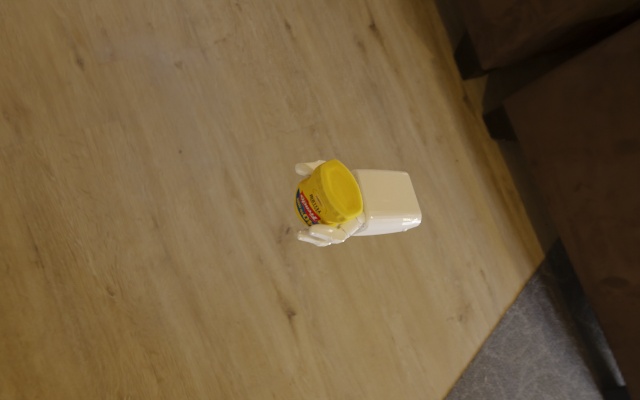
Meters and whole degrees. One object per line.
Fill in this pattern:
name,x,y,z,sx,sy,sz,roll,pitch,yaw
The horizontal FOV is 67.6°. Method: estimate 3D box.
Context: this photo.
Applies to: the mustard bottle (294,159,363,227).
mustard bottle,0.000,0.003,0.799,0.058,0.096,0.192,-27,-2,-24
